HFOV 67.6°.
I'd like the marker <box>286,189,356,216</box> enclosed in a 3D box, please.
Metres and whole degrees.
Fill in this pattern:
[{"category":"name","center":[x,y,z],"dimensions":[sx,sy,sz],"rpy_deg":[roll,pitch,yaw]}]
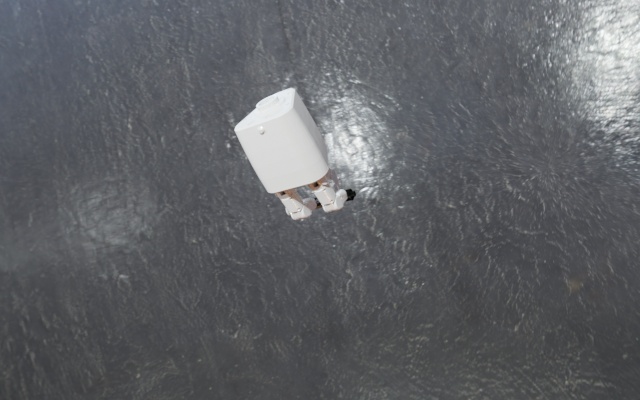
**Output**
[{"category":"marker","center":[0.000,0.003,0.760],"dimensions":[0.121,0.020,0.020],"rpy_deg":[-14,-6,26]}]
